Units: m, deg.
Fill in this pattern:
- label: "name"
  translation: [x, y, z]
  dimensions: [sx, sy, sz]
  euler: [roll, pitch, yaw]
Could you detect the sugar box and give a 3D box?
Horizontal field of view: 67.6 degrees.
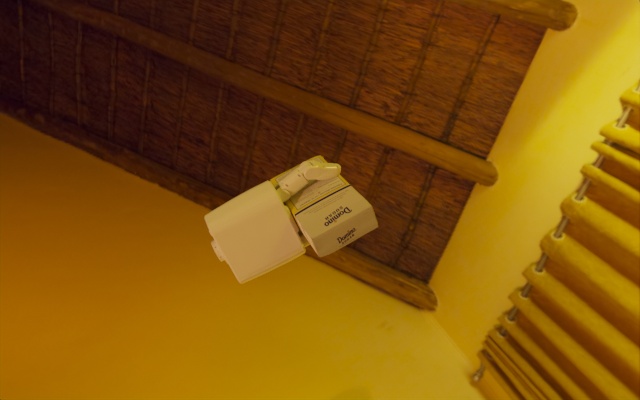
- label: "sugar box"
  translation: [0.000, 0.003, 0.690]
  dimensions: [0.093, 0.048, 0.176]
  euler: [-28, 39, -8]
